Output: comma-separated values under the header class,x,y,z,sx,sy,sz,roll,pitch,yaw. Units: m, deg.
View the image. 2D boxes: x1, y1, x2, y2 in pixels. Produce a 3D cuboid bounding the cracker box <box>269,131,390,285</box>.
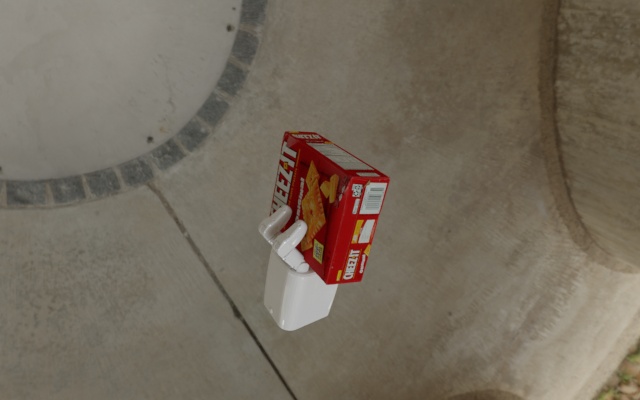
class,x,y,z,sx,sy,sz,roll,pitch,yaw
cracker box,0.000,0.002,0.728,0.072,0.164,0.213,0,23,-31
